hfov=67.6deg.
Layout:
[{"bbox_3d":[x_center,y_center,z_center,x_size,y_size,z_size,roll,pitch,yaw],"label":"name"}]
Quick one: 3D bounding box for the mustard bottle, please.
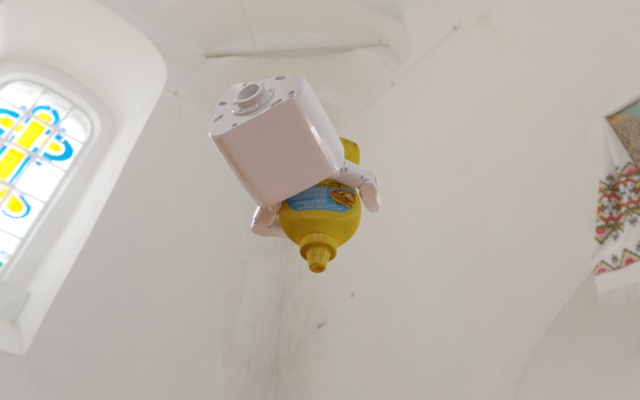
[{"bbox_3d":[0.000,0.002,0.566,0.096,0.191,0.058,2,-44,0],"label":"mustard bottle"}]
